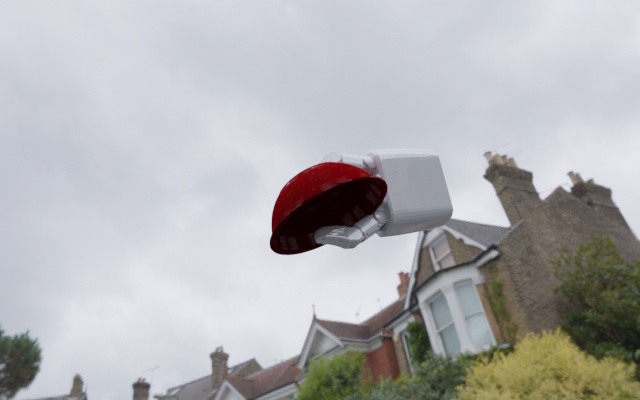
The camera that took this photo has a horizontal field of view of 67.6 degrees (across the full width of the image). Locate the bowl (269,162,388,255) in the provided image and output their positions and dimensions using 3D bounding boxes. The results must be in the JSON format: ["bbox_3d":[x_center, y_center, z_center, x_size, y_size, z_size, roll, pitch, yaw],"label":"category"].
[{"bbox_3d":[-0.001,0.002,0.591,0.162,0.055,0.162,-25,-24,-12],"label":"bowl"}]
